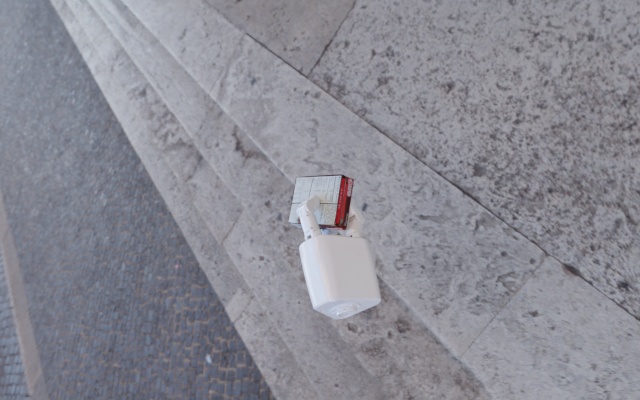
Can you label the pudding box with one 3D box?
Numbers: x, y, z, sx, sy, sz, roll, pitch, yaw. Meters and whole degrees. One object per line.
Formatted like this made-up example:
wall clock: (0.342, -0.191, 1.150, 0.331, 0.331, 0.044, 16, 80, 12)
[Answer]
pudding box: (0.000, 0.003, 0.829, 0.113, 0.090, 0.039, 1, -14, 40)
